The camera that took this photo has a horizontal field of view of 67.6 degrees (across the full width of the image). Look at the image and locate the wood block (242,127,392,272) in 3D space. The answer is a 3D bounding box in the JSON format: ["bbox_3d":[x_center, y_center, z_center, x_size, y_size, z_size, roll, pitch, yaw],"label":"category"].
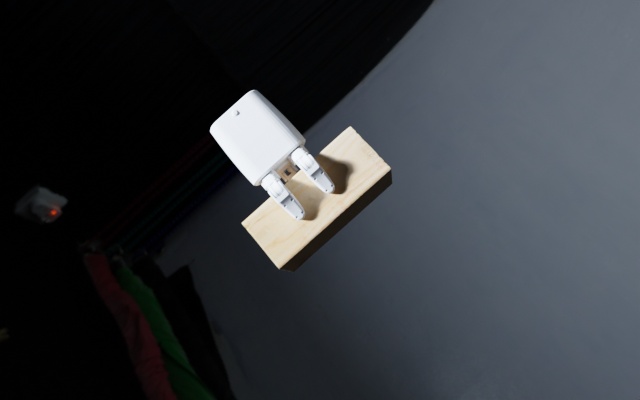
[{"bbox_3d":[0.000,0.002,0.704,0.206,0.090,0.091,-42,-14,0],"label":"wood block"}]
